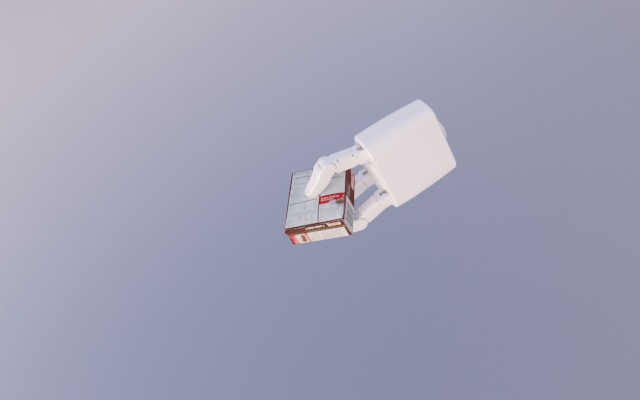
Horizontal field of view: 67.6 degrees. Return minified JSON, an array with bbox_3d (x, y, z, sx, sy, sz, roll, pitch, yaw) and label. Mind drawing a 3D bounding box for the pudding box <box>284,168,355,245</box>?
[{"bbox_3d":[0.000,0.002,0.675,0.090,0.113,0.039,-12,-45,19],"label":"pudding box"}]
